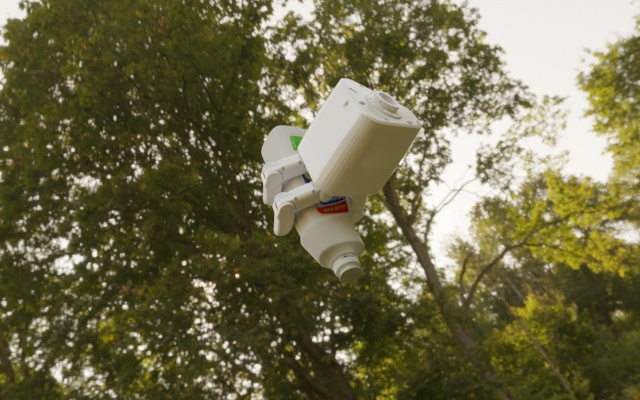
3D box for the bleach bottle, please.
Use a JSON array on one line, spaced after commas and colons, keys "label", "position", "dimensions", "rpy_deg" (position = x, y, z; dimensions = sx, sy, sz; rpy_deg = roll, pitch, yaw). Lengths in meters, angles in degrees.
[{"label": "bleach bottle", "position": [0.000, 0.002, 0.627], "dimensions": [0.102, 0.068, 0.250], "rpy_deg": [11, 36, -34]}]
